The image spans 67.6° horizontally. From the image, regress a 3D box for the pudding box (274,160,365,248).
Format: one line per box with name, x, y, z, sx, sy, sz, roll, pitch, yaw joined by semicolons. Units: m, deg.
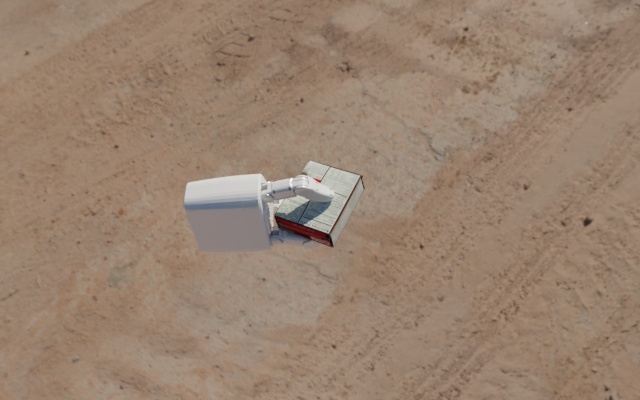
pudding box;0.000;0.002;0.682;0.090;0.113;0.039;19;-28;21
